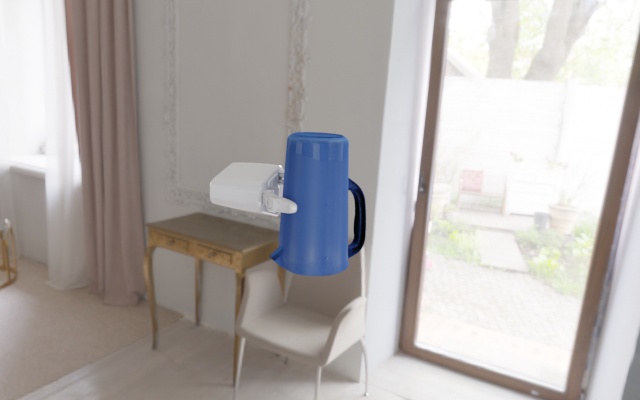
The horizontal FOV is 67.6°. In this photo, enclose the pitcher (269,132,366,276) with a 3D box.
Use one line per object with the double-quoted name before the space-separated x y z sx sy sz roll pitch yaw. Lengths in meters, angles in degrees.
"pitcher" 0.000 0.003 0.859 0.145 0.243 0.149 7 13 19
